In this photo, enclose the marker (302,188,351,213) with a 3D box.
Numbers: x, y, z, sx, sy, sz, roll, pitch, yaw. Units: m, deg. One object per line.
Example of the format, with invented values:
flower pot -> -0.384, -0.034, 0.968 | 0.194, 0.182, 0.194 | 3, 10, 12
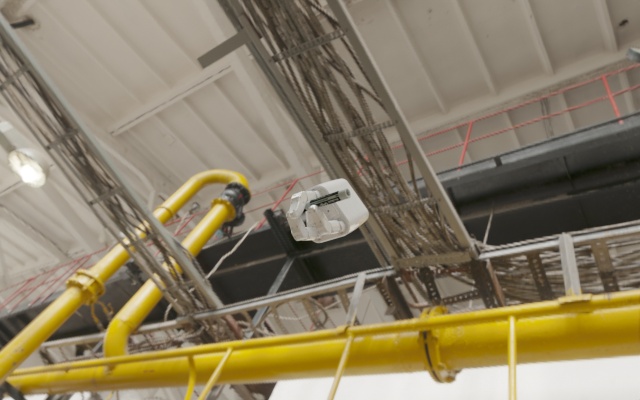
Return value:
marker -> 0.000, 0.003, 0.874 | 0.121, 0.020, 0.020 | -18, -10, 32
